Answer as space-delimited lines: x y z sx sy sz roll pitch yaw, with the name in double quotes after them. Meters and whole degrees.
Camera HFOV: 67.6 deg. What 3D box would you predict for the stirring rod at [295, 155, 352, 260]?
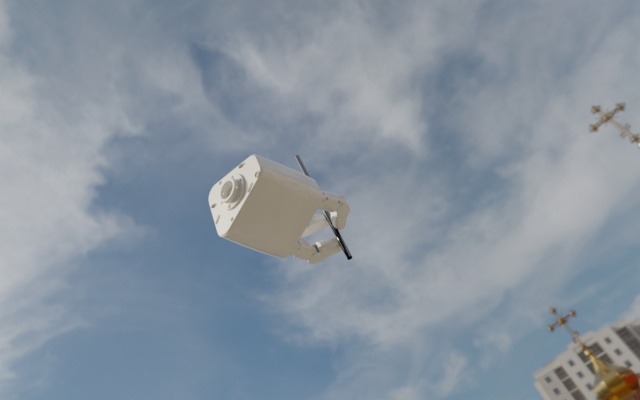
0.000 0.002 0.757 0.011 0.011 0.239 0 41 -27 "stirring rod"
